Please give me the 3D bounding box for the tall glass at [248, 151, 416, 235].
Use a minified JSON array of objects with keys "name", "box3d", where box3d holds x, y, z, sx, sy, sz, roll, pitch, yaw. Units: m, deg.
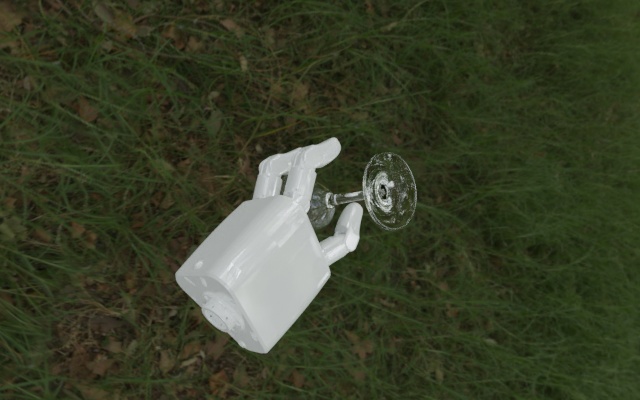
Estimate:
[{"name":"tall glass","box3d":[0.001,0.002,0.516,0.079,0.079,0.201,0,-6,-41]}]
